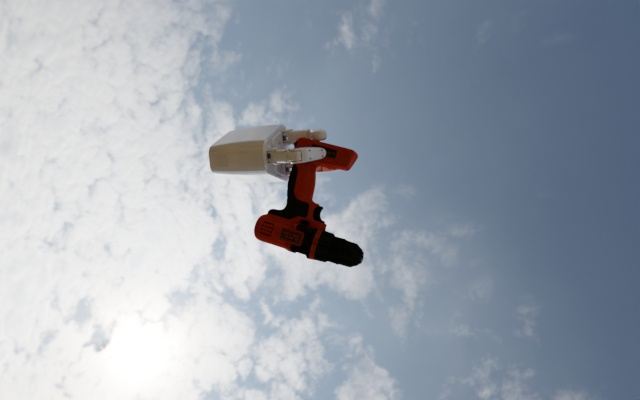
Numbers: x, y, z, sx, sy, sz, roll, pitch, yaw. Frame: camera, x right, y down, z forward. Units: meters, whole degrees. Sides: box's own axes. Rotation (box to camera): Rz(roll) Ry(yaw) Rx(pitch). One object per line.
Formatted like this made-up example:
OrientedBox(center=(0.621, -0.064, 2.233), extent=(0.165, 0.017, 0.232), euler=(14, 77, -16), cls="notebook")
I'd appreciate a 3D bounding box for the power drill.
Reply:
OrientedBox(center=(0.000, 0.002, 0.778), extent=(0.184, 0.187, 0.057), euler=(16, -6, 7), cls="power drill")
